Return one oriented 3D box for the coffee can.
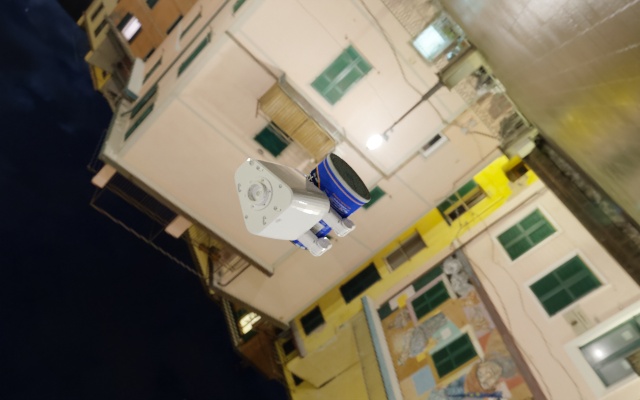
[{"bbox_3d":[0.000,0.003,0.817,0.140,0.102,0.103,-41,-15,18],"label":"coffee can"}]
